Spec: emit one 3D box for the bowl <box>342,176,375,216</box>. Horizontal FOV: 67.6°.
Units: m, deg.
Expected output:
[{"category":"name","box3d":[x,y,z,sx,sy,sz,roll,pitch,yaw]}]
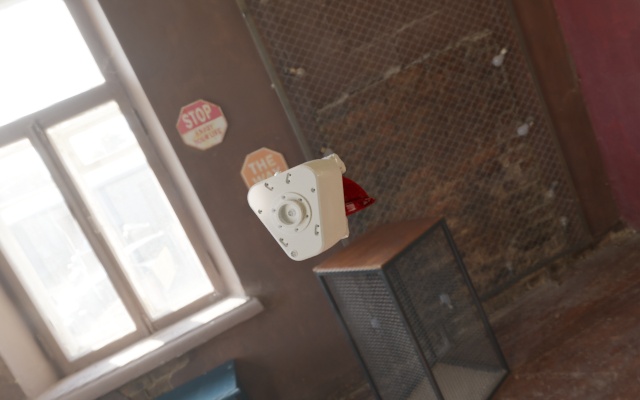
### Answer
[{"category":"bowl","box3d":[0.000,0.002,0.739,0.162,0.055,0.162,-18,-9,-3]}]
